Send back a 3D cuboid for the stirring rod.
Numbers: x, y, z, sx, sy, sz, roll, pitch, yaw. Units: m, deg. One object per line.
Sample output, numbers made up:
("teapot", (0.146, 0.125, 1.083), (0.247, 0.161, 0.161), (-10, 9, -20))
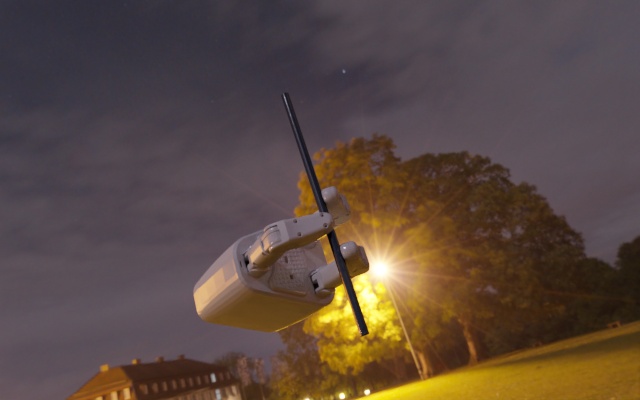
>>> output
("stirring rod", (0.000, 0.002, 0.424), (0.011, 0.239, 0.011), (-16, -23, -7))
